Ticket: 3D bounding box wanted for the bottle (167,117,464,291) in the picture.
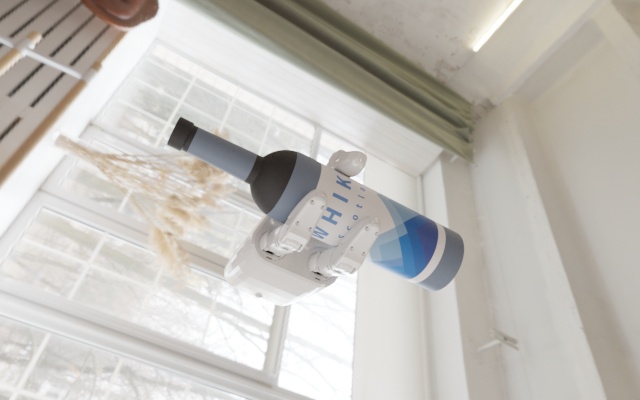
[{"bbox_3d":[0.000,0.002,0.453,0.296,0.069,0.069,26,-8,-17],"label":"bottle"}]
